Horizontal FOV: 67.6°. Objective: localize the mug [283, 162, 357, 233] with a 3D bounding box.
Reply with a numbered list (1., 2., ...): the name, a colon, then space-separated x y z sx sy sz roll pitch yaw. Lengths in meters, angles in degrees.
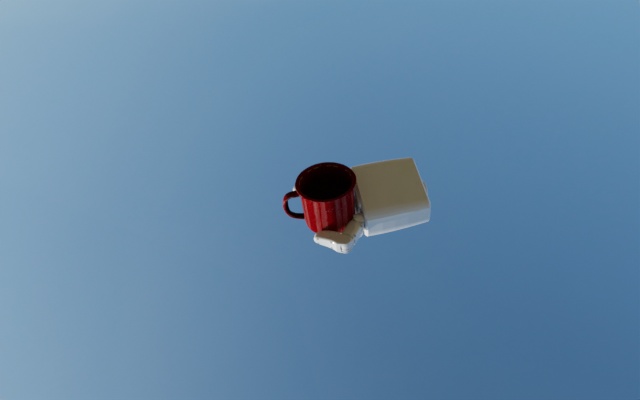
1. mug: -0.001 0.003 0.742 0.117 0.082 0.093 -11 42 -3
